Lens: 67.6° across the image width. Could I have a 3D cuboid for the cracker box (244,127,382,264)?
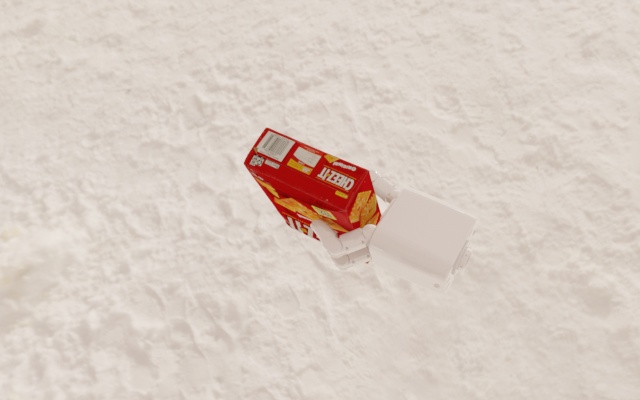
[{"bbox_3d":[0.000,0.002,0.695,0.164,0.072,0.214,25,-17,23],"label":"cracker box"}]
